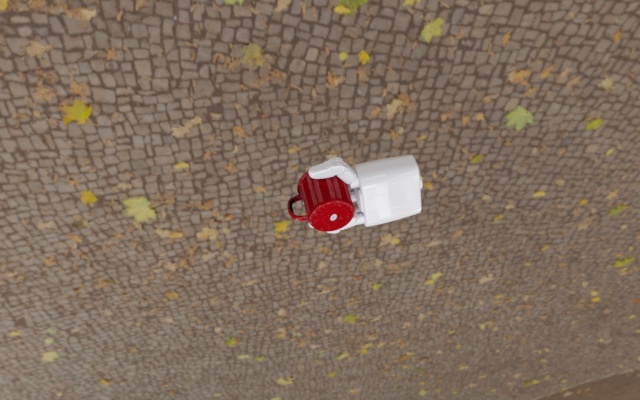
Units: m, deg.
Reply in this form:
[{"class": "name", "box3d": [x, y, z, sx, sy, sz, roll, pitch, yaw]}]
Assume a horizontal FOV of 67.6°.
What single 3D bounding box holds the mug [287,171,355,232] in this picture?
[{"class": "mug", "box3d": [-0.001, 0.003, 0.827, 0.117, 0.081, 0.093, -14, -42, -2]}]
